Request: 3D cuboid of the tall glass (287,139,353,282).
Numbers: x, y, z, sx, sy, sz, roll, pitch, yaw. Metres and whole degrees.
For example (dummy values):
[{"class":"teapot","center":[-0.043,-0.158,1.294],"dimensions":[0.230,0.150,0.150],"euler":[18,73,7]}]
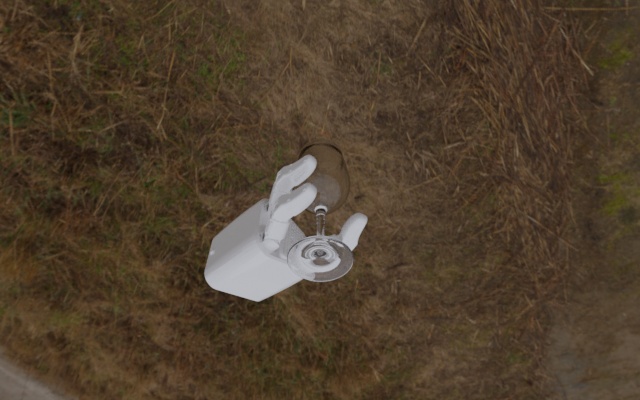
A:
[{"class":"tall glass","center":[0.000,0.002,0.605],"dimensions":[0.079,0.079,0.200],"euler":[0,41,1]}]
